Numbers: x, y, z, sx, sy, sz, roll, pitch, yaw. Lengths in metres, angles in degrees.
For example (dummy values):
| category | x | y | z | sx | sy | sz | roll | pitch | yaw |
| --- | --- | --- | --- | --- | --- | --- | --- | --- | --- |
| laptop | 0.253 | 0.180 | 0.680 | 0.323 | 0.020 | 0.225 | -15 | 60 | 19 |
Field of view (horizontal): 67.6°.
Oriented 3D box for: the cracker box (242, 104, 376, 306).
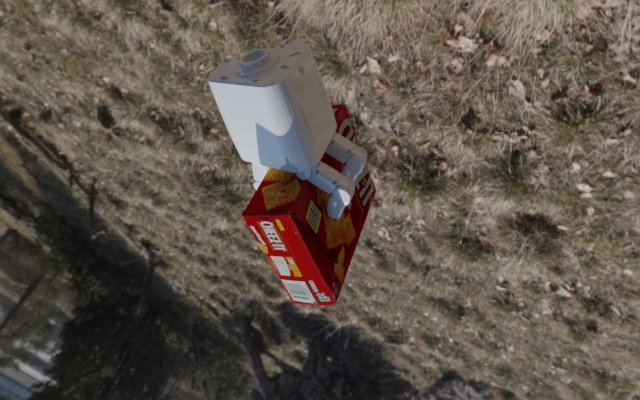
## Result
| category | x | y | z | sx | sy | sz | roll | pitch | yaw |
| --- | --- | --- | --- | --- | --- | --- | --- | --- | --- |
| cracker box | 0.000 | 0.002 | 0.620 | 0.072 | 0.164 | 0.213 | -1 | 42 | 27 |
